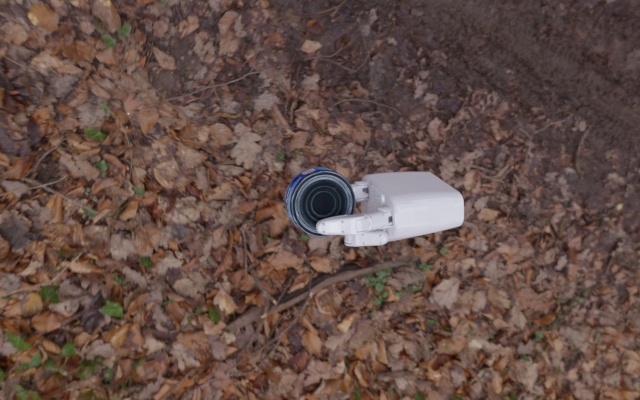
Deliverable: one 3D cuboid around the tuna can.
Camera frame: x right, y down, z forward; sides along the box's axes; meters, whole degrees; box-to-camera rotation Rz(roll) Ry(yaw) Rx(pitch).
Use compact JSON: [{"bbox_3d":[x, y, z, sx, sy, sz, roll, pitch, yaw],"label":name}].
[{"bbox_3d":[0.000,0.002,0.599,0.086,0.086,0.033,0,10,-16],"label":"tuna can"}]
